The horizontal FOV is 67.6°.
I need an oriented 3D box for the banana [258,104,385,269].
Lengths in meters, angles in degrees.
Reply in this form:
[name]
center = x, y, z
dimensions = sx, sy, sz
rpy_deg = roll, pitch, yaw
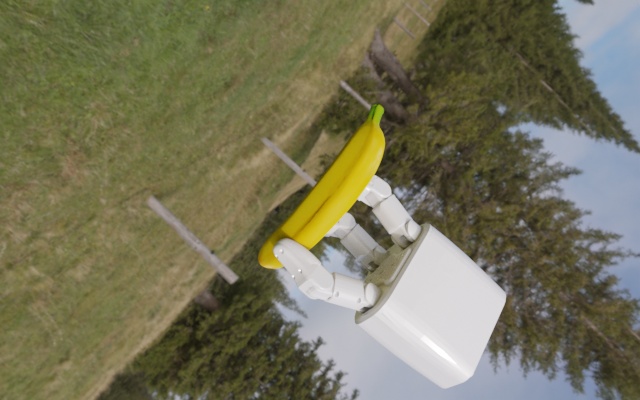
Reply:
[banana]
center = 0.000, 0.005, 0.429
dimensions = 0.037, 0.198, 0.069
rpy_deg = 37, 21, -7
